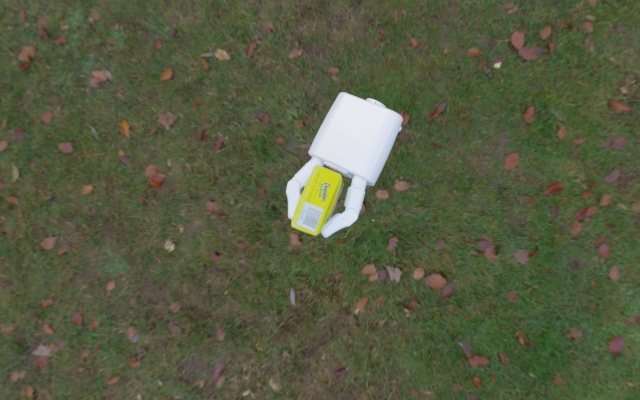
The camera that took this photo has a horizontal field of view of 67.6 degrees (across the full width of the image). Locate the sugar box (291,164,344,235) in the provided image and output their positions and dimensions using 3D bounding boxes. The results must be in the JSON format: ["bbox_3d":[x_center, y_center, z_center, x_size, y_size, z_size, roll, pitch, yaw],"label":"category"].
[{"bbox_3d":[0.001,0.002,0.734,0.048,0.093,0.176,23,1,7],"label":"sugar box"}]
